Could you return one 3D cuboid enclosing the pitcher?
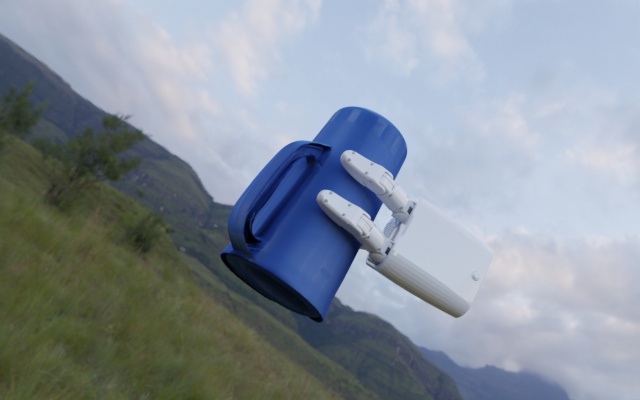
[{"bbox_3d":[0.000,0.002,0.553,0.145,0.242,0.149,34,-22,-3],"label":"pitcher"}]
